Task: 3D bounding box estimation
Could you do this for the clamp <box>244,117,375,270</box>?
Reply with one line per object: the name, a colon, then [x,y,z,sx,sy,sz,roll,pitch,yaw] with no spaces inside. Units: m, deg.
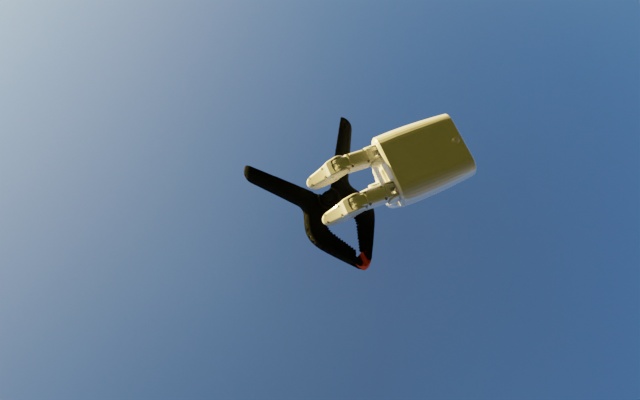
clamp: [0.001,0.003,0.641,0.164,0.210,0.036,-22,-18,-4]
